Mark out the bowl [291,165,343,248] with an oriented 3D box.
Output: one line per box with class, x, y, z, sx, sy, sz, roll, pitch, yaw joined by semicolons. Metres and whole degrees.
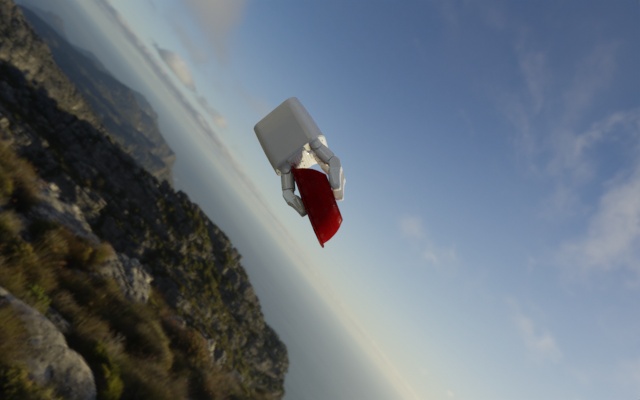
bowl;0.001;0.004;0.875;0.055;0.162;0.162;-20;-1;1
